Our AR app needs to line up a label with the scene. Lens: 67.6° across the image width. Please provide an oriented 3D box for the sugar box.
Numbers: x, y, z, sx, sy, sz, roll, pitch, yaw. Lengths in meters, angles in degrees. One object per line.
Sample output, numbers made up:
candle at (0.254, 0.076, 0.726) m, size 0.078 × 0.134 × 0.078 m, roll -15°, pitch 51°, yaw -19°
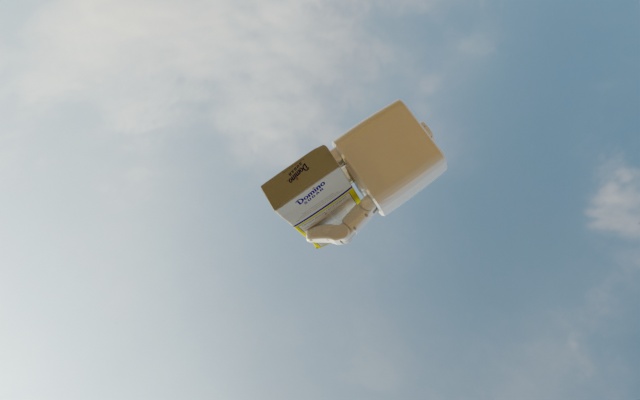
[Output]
sugar box at (0.000, 0.002, 0.623) m, size 0.093 × 0.048 × 0.176 m, roll -34°, pitch -29°, yaw 2°
